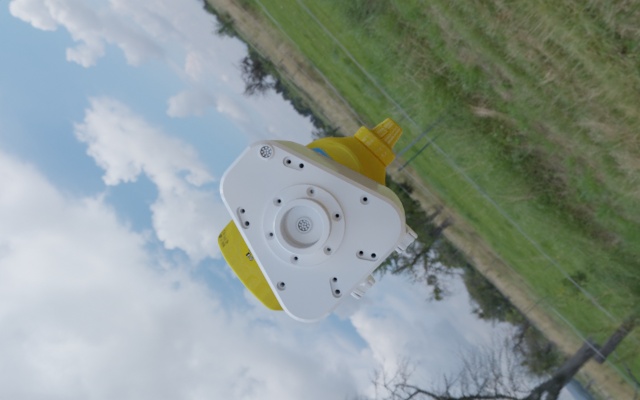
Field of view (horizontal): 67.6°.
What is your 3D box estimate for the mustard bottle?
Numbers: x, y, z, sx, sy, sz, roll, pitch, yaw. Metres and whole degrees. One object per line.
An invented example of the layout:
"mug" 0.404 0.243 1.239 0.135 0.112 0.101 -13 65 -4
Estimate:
"mustard bottle" 0.000 0.002 0.429 0.096 0.191 0.058 47 7 27
